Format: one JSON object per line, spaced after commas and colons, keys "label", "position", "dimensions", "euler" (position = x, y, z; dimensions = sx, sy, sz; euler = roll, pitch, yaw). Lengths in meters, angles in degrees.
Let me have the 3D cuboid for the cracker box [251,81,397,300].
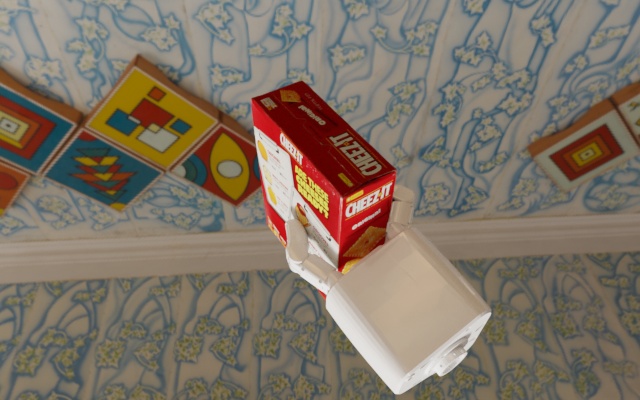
{"label": "cracker box", "position": [0.000, 0.002, 0.533], "dimensions": [0.072, 0.214, 0.164], "euler": [-27, 55, -22]}
